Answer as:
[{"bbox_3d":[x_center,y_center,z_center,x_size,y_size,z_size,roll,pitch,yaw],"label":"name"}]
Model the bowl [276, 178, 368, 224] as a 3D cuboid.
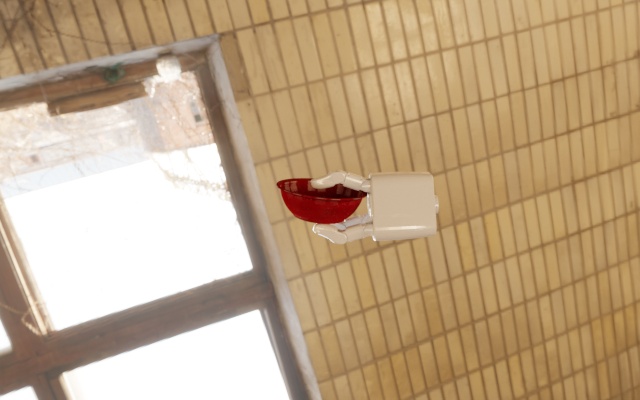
[{"bbox_3d":[-0.001,0.003,0.843,0.162,0.055,0.162,6,13,-2],"label":"bowl"}]
